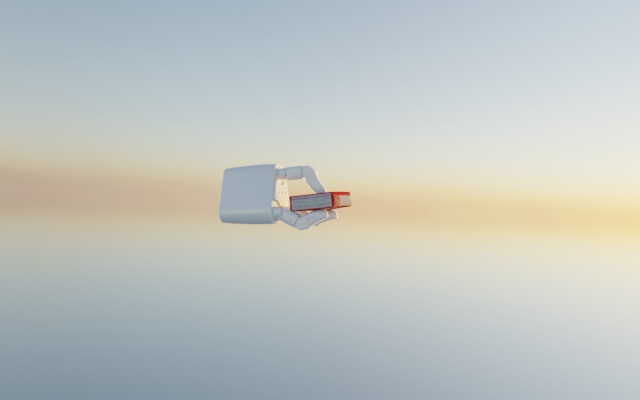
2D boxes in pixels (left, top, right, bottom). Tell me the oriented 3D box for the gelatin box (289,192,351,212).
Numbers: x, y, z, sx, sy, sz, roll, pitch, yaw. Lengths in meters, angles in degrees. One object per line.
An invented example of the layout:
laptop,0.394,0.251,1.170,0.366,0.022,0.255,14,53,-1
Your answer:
gelatin box,0.000,0.002,0.853,0.089,0.030,0.073,-7,-3,29
